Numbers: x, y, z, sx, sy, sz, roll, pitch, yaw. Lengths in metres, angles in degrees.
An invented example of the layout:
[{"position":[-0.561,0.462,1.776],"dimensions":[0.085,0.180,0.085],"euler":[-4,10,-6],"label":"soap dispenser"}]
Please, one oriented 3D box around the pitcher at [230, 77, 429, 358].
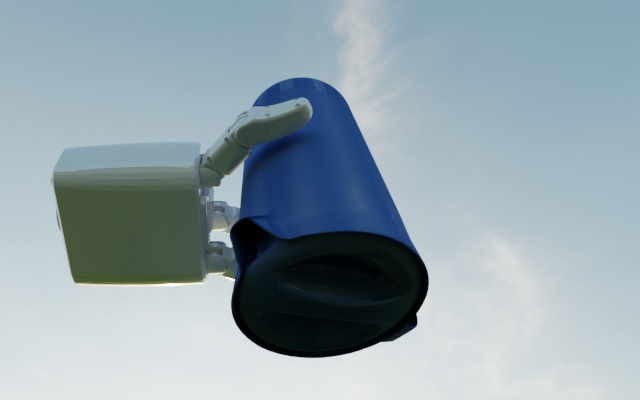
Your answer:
[{"position":[0.000,0.001,0.410],"dimensions":[0.145,0.149,0.242],"euler":[-4,40,-6],"label":"pitcher"}]
